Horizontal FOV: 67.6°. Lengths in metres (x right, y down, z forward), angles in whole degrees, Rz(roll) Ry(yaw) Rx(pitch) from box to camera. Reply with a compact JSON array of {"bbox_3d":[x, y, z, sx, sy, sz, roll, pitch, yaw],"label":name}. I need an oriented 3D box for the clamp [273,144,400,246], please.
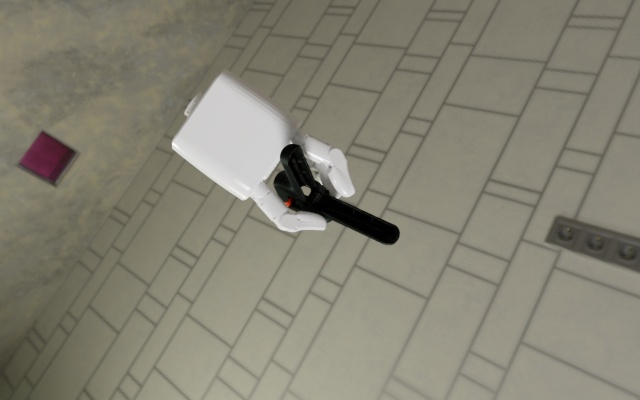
[{"bbox_3d":[-0.001,0.002,0.595,0.164,0.036,0.210,38,-13,-10],"label":"clamp"}]
